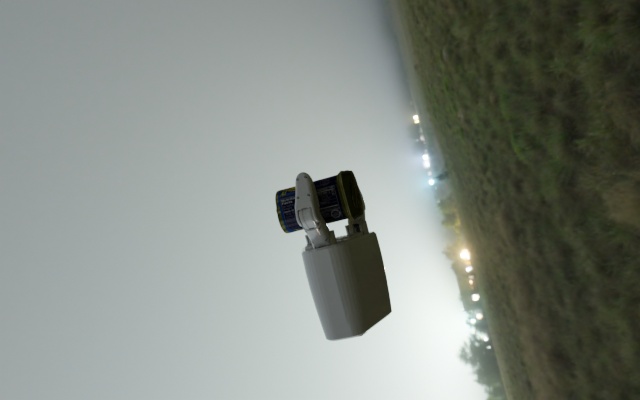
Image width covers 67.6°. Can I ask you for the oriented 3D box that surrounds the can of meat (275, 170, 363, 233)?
[{"bbox_3d":[0.000,0.002,0.578,0.084,0.057,0.102,-14,1,14],"label":"can of meat"}]
